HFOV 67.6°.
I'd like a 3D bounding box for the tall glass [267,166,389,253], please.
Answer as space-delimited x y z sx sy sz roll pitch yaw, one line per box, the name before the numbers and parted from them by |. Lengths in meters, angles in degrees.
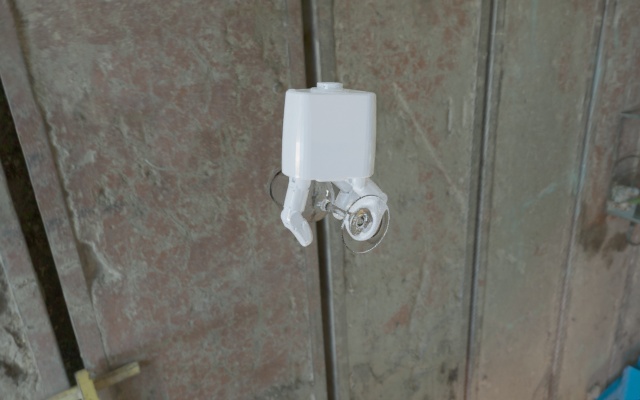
tall glass | 0.000 0.002 0.655 0.079 0.079 0.201 0 15 -35
